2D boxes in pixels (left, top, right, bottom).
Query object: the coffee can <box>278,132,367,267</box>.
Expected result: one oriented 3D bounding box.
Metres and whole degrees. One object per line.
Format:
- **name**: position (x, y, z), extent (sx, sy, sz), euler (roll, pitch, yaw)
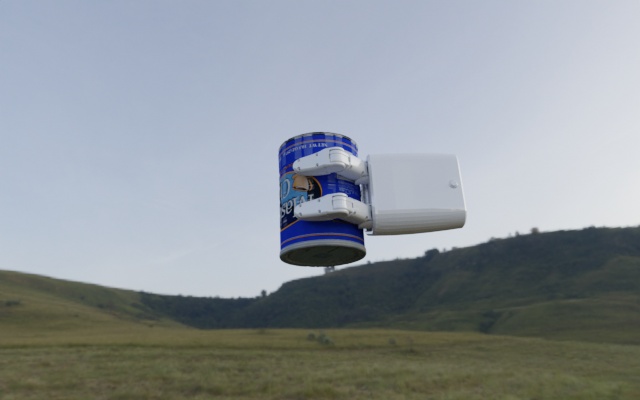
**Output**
- **coffee can**: position (0.000, 0.002, 0.586), extent (0.103, 0.140, 0.103), euler (-2, -21, -1)
